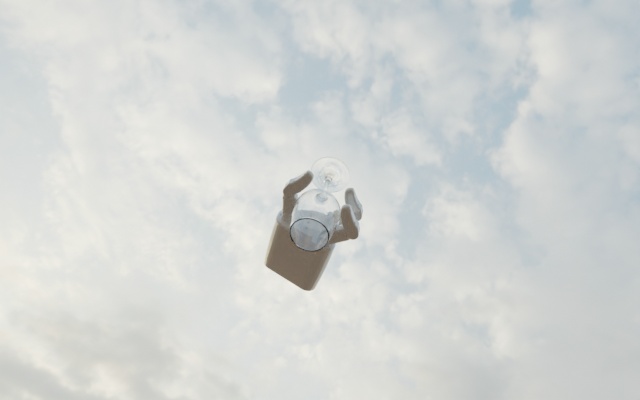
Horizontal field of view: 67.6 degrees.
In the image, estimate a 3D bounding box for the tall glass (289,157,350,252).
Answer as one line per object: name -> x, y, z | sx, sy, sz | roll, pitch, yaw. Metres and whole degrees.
tall glass -> 0.000, 0.002, 0.801 | 0.079, 0.079, 0.201 | 0, 30, 12
